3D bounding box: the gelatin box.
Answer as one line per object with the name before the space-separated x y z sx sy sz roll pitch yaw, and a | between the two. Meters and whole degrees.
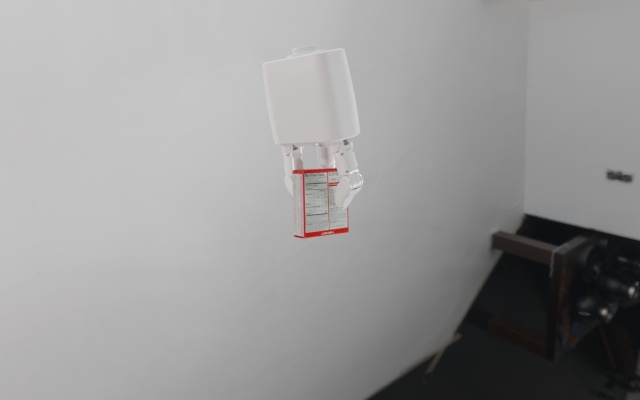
gelatin box | 0.000 0.002 0.632 0.073 0.089 0.030 -5 6 -36
